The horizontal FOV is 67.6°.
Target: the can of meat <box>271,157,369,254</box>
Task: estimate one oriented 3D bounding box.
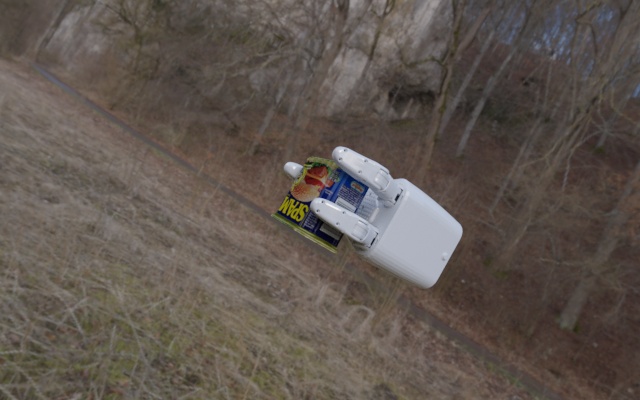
[{"bbox_3d":[0.000,0.001,0.530,0.057,0.084,0.102,32,-4,-26],"label":"can of meat"}]
